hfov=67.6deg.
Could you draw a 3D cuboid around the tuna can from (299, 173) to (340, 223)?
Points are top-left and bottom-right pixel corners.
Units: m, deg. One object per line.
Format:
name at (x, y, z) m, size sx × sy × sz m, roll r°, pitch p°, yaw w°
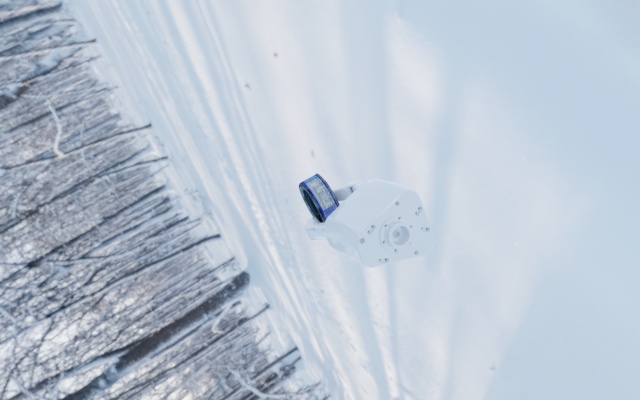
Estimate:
tuna can at (0.000, 0.003, 0.750) m, size 0.034 × 0.086 × 0.086 m, roll -29°, pitch 6°, yaw -11°
